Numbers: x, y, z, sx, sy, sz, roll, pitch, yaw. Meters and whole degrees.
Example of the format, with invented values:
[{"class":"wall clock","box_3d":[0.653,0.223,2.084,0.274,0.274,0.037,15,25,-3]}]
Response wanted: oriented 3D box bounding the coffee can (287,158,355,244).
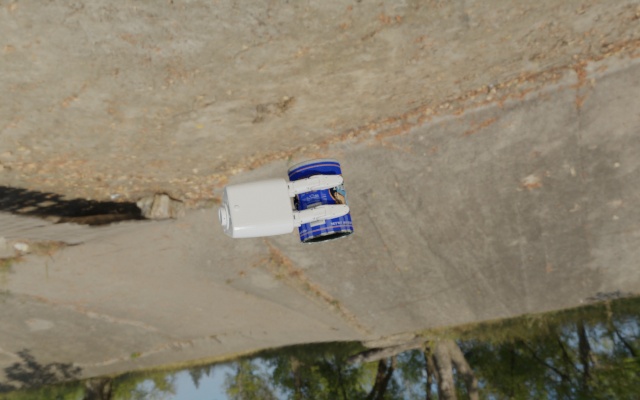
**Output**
[{"class":"coffee can","box_3d":[0.000,0.003,0.898,0.103,0.140,0.103,-11,-12,-2]}]
